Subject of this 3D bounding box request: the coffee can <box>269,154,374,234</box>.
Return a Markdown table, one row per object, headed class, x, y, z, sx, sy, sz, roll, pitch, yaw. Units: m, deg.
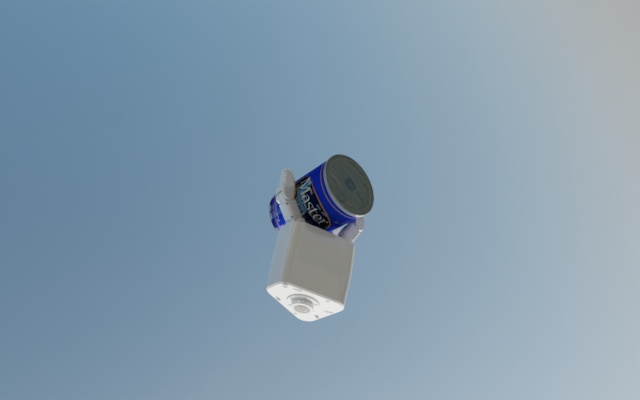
| class | x | y | z | sx | sy | sz | roll | pitch | yaw |
| --- | --- | --- | --- | --- | --- | --- | --- | --- | --- |
| coffee can | 0.000 | 0.002 | 0.767 | 0.103 | 0.102 | 0.140 | 0 | -23 | -46 |
